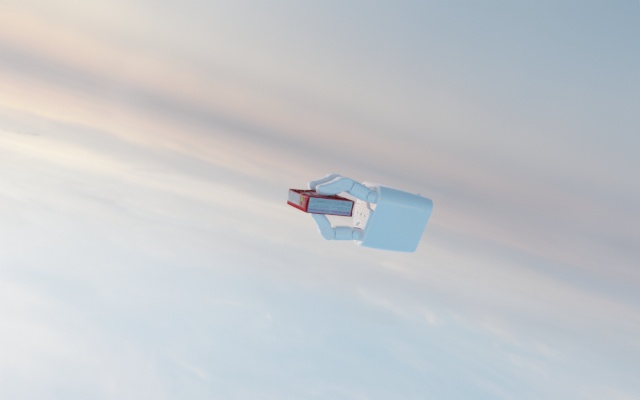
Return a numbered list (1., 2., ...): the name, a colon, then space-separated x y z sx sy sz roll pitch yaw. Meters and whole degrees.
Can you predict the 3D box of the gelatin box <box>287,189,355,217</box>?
1. gelatin box: 0.000 0.003 0.787 0.089 0.030 0.073 5 9 -29
